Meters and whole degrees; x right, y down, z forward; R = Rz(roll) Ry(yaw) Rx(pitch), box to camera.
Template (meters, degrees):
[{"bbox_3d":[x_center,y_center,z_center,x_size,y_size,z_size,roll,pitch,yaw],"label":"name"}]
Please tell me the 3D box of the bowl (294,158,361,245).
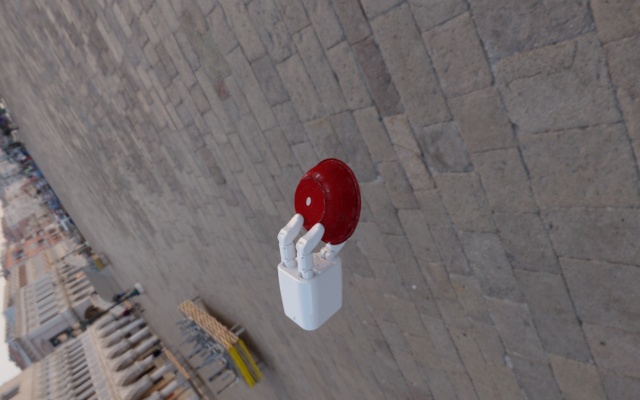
[{"bbox_3d":[0.000,0.002,0.868,0.055,0.162,0.162,-2,1,-38],"label":"bowl"}]
